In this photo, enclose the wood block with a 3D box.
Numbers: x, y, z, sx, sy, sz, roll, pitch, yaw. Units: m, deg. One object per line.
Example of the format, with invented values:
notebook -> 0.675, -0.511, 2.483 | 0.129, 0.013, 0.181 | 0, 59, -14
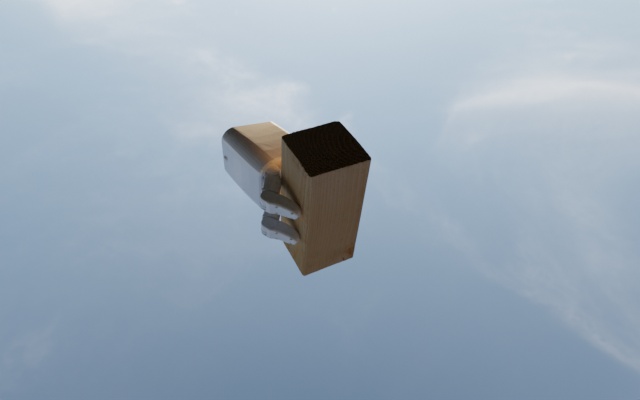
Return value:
wood block -> 0.000, 0.002, 0.687 | 0.091, 0.206, 0.090 | -19, 51, -21
